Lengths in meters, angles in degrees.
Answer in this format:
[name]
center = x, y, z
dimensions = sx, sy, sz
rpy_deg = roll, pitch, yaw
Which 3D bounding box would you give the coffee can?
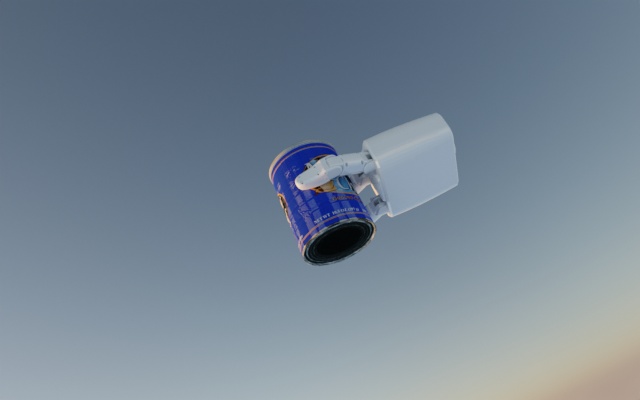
[coffee can]
center = 0.000, 0.002, 0.648
dimensions = 0.103, 0.140, 0.103
rpy_deg = -18, -33, -12
